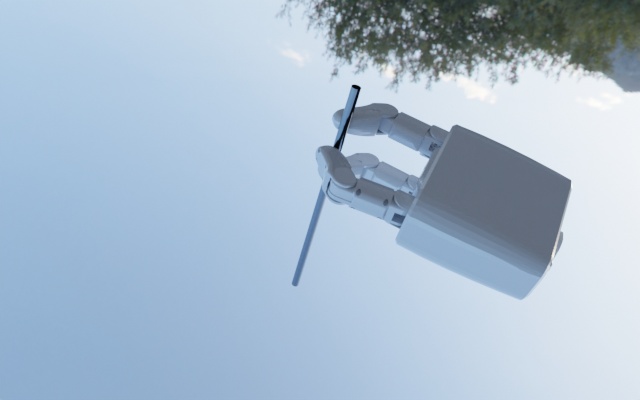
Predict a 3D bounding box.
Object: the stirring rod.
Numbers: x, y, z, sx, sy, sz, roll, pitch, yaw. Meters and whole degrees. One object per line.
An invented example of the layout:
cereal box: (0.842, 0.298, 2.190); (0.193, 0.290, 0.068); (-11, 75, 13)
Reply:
stirring rod: (0.000, 0.001, 0.445); (0.011, 0.240, 0.011); (10, 40, -9)
